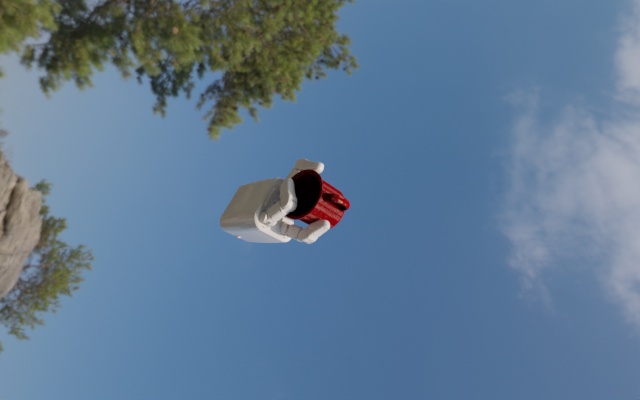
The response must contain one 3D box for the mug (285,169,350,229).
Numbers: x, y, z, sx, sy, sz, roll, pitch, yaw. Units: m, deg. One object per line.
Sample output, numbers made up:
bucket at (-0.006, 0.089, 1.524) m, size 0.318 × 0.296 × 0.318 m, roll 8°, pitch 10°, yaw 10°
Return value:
mug at (0.001, 0.003, 0.837) m, size 0.117 × 0.093 × 0.081 m, roll -3°, pitch -23°, yaw 40°
